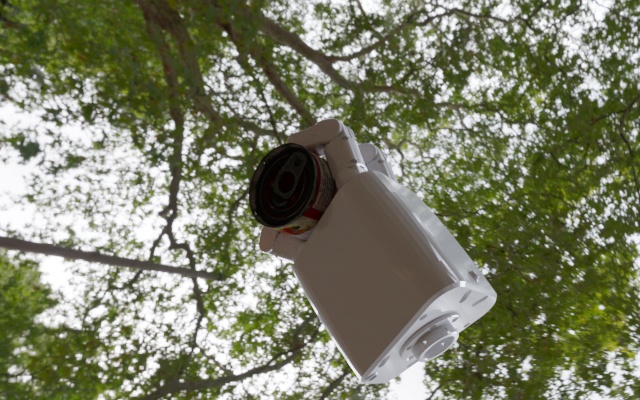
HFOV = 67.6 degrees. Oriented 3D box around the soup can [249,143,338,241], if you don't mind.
[{"bbox_3d":[0.000,0.001,0.401,0.068,0.068,0.102,0,-15,39],"label":"soup can"}]
